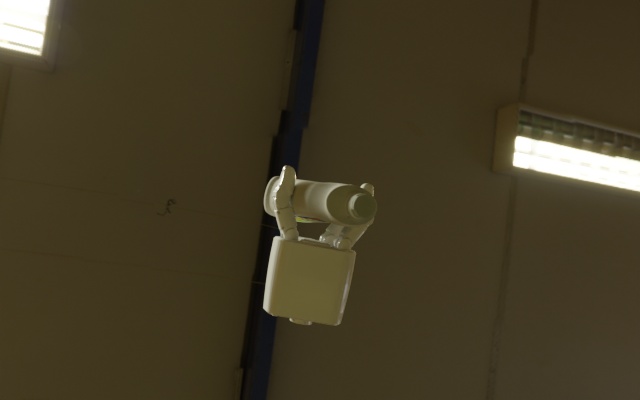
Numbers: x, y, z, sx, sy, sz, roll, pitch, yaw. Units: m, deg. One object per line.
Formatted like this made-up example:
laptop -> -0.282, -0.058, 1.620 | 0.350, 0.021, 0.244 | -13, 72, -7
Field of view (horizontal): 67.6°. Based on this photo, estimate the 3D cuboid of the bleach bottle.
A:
bleach bottle -> 0.000, 0.002, 0.673 | 0.102, 0.068, 0.251 | 12, -3, -21
